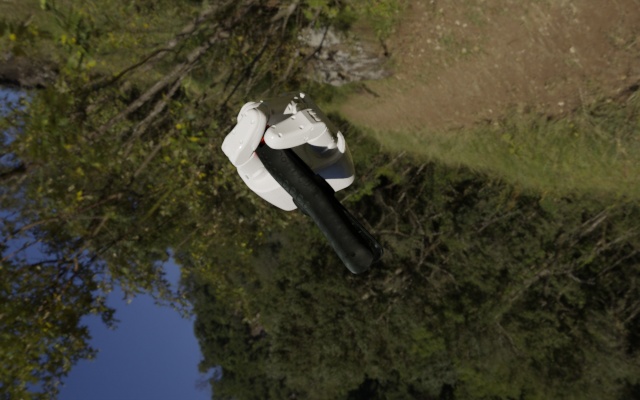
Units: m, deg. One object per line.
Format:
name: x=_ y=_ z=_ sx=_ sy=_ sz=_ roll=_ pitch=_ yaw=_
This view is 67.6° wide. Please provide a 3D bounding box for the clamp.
clamp: x=-0.001 y=0.002 z=0.454 sx=0.039 sy=0.171 sz=0.120 roll=-39 pitch=-19 yaw=2
